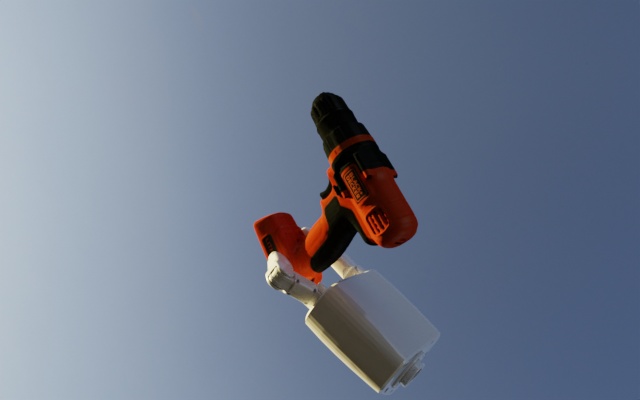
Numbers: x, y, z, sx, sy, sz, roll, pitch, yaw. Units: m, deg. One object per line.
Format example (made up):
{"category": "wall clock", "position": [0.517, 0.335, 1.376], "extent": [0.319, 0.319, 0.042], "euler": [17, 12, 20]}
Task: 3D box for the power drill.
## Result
{"category": "power drill", "position": [0.000, 0.002, 0.524], "extent": [0.057, 0.184, 0.188], "euler": [-2, -34, -43]}
